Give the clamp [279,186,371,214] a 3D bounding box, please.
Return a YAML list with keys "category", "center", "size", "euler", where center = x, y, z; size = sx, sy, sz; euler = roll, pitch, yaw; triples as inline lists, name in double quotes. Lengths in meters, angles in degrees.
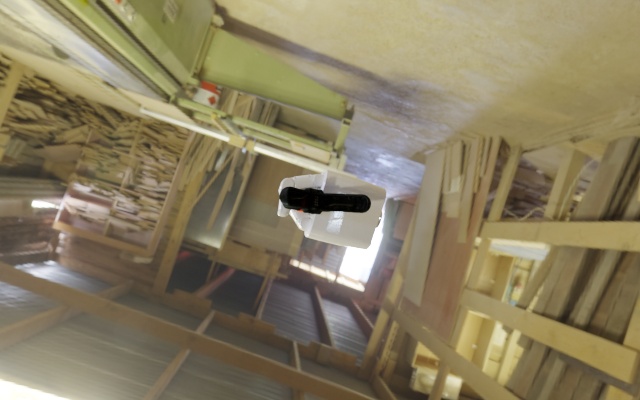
- category: "clamp"
  center: [0.000, 0.003, 0.679]
  size: [0.120, 0.039, 0.171]
  euler: [11, -1, -6]
